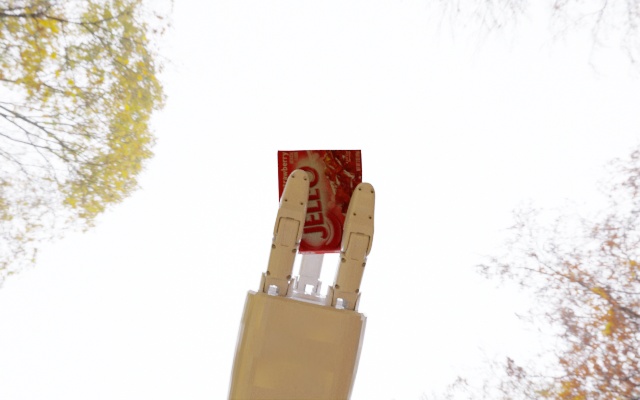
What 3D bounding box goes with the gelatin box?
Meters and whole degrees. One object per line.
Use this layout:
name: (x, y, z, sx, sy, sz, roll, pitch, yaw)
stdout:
gelatin box: (0.000, 0.001, 0.408, 0.073, 0.089, 0.030, -1, -11, -4)
